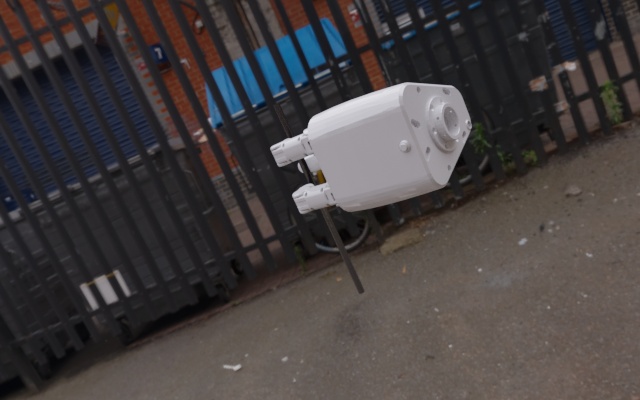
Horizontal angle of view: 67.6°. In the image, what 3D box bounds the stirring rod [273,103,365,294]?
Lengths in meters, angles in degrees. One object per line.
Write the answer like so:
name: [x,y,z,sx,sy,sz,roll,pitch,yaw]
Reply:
stirring rod: [0.000,0.002,0.547,0.011,0.239,0.011,-24,11,5]
